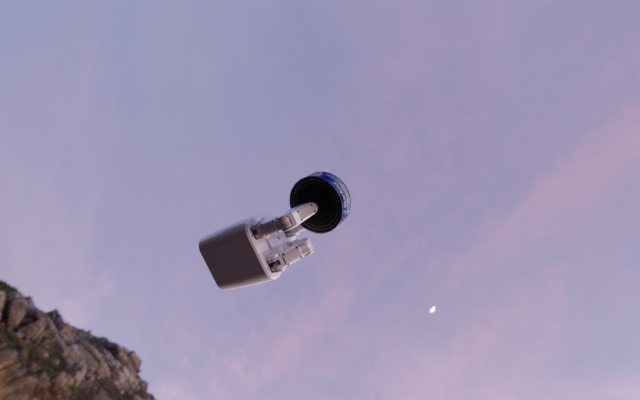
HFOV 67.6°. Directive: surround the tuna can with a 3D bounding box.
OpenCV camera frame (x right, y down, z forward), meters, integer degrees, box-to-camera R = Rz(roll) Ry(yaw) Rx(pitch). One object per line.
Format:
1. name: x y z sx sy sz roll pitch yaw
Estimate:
1. tuna can: 0.000 0.002 0.690 0.086 0.086 0.033 0 17 29
